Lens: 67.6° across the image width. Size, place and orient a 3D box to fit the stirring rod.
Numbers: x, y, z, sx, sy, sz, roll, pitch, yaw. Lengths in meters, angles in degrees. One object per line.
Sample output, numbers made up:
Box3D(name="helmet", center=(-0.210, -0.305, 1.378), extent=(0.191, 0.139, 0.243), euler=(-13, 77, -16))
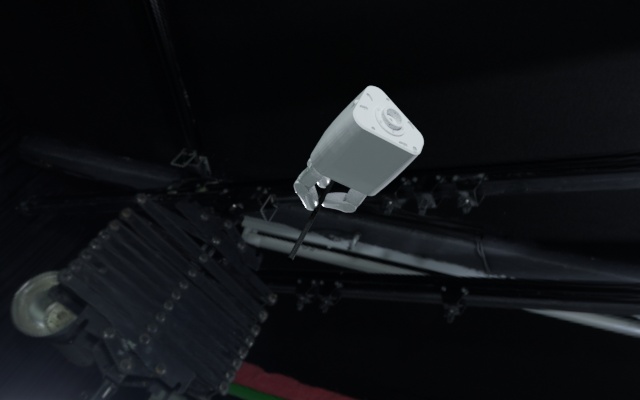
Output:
Box3D(name="stirring rod", center=(0.000, 0.002, 0.730), extent=(0.011, 0.011, 0.239), euler=(0, 40, 27))
